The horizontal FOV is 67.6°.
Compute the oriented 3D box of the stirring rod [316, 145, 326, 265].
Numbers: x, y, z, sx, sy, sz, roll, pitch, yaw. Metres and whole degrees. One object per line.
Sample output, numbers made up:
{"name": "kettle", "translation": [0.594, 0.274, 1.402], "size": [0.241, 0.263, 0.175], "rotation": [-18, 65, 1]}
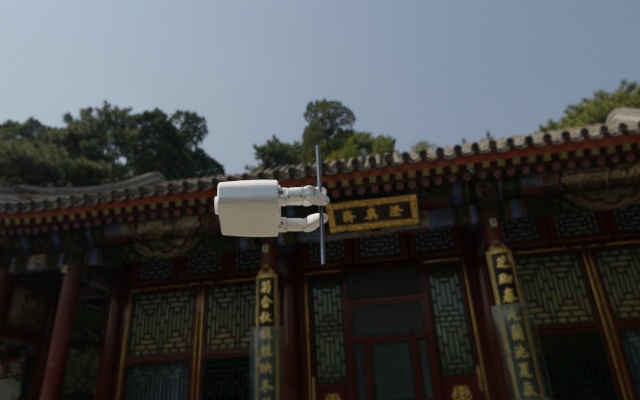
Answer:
{"name": "stirring rod", "translation": [0.000, 0.003, 0.881], "size": [0.011, 0.239, 0.011], "rotation": [-2, -25, -1]}
